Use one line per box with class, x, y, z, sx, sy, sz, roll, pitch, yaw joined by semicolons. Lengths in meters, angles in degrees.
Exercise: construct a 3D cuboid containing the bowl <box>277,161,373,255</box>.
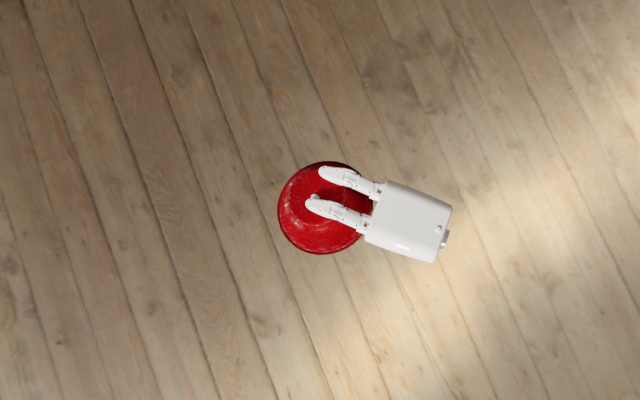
bowl;-0.001;0.002;0.758;0.162;0.162;0.055;0;-18;14
